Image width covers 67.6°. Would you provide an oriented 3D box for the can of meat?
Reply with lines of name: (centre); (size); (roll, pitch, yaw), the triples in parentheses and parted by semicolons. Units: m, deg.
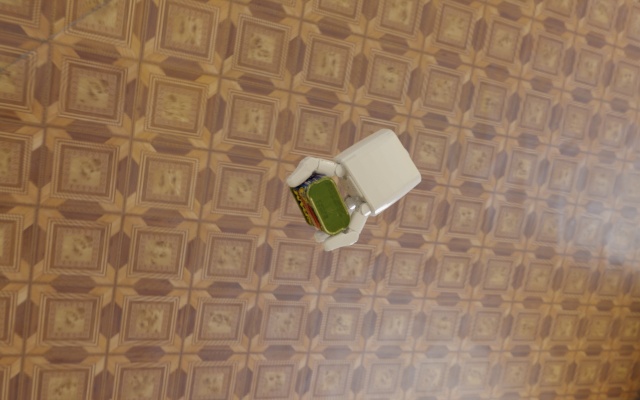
can of meat: (0.000, 0.003, 0.791); (0.057, 0.102, 0.084); (-31, 20, -14)
